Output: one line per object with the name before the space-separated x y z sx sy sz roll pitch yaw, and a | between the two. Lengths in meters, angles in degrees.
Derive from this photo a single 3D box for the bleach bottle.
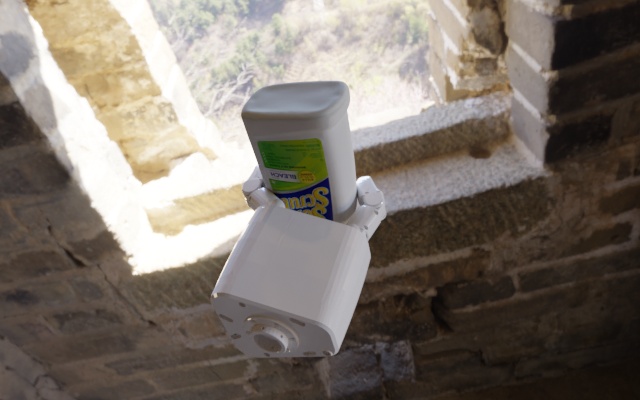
bleach bottle | 0.000 0.002 0.506 0.102 0.251 0.068 3 42 21
